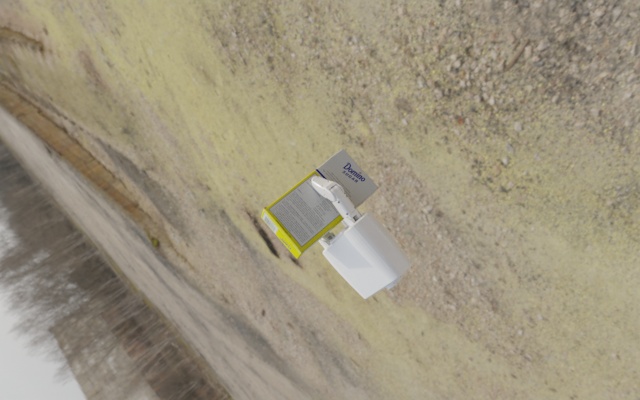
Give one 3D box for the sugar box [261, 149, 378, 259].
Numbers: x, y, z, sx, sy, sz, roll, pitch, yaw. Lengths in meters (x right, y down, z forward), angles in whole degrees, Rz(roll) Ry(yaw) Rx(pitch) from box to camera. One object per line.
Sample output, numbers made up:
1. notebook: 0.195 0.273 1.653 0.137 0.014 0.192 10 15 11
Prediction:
1. sugar box: 0.000 0.003 0.778 0.176 0.093 0.048 -38 -7 -25
